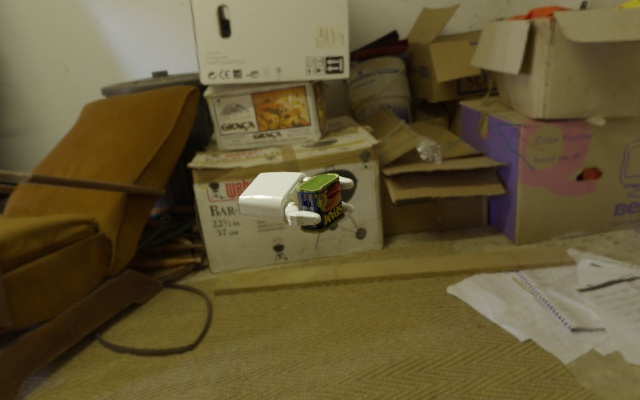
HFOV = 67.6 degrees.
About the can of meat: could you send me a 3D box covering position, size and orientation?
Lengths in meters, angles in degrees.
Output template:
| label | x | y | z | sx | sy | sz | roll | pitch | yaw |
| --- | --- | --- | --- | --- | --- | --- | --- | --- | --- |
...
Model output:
| label | x | y | z | sx | sy | sz | roll | pitch | yaw |
| --- | --- | --- | --- | --- | --- | --- | --- | --- | --- |
| can of meat | 0.000 | 0.003 | 0.895 | 0.057 | 0.084 | 0.102 | 5 | 23 | 31 |
